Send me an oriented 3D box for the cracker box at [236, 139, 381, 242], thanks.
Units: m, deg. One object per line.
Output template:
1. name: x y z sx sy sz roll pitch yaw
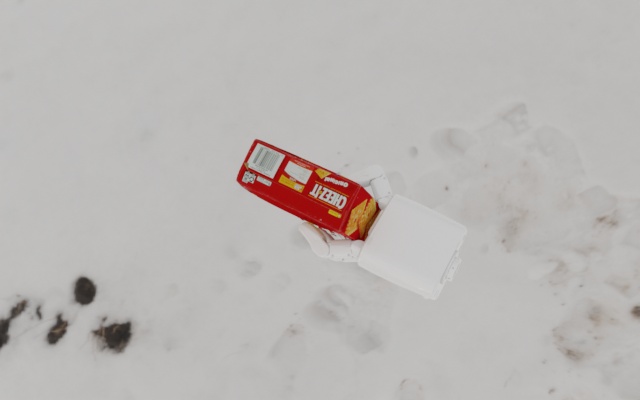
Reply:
1. cracker box: 0.000 0.002 0.687 0.164 0.072 0.214 25 -4 22
